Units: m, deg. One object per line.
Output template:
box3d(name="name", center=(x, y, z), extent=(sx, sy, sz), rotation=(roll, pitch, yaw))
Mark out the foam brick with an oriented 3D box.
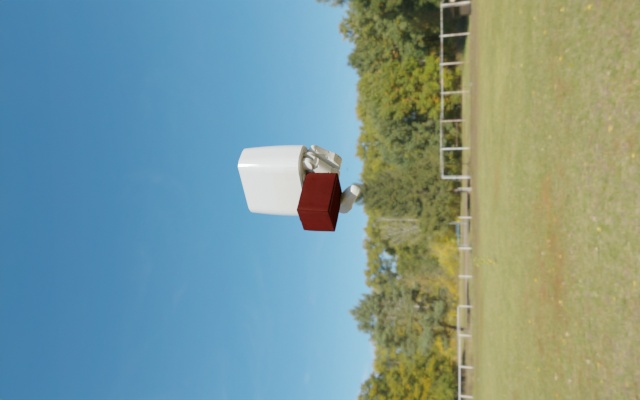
box3d(name="foam brick", center=(0.000, 0.003, 0.732), extent=(0.051, 0.078, 0.053), rotation=(1, -39, 14))
